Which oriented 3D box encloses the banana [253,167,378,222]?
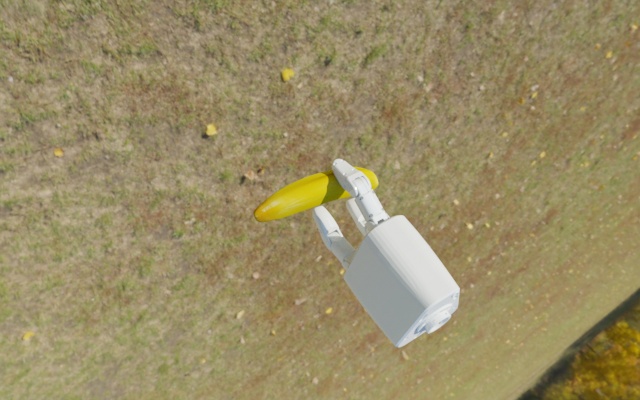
[{"bbox_3d":[0.010,-0.011,0.599,0.198,0.037,0.070,-12,-33,-40],"label":"banana"}]
